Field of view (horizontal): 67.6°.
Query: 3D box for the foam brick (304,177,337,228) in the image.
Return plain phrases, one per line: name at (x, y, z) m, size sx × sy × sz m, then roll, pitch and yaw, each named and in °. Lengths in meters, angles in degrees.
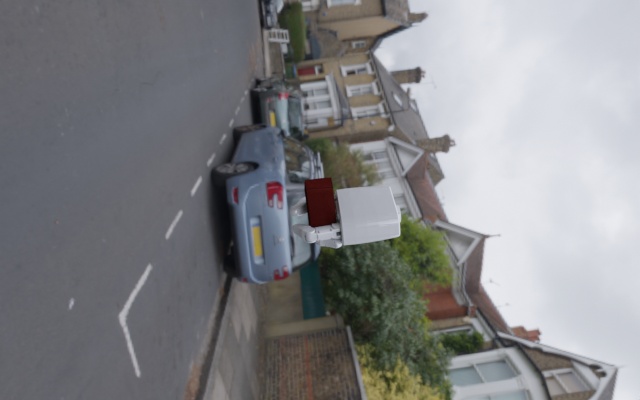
foam brick at (0.000, 0.003, 0.874) m, size 0.051 × 0.078 × 0.053 m, roll -6°, pitch 23°, yaw 1°
